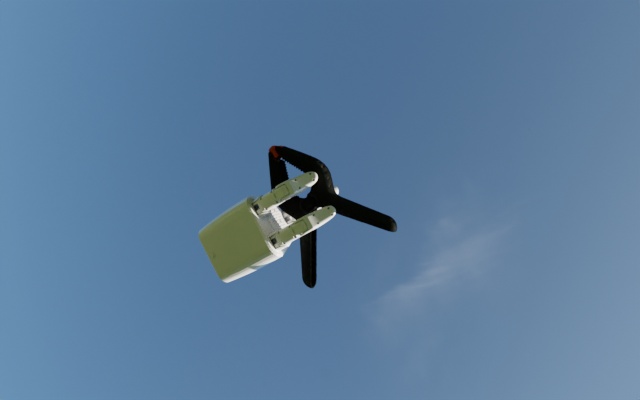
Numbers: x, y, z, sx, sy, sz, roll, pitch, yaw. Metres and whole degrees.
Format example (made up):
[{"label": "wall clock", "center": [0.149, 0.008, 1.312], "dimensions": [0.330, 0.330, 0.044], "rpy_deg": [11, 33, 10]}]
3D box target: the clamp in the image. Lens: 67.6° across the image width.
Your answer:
[{"label": "clamp", "center": [0.000, 0.002, 0.689], "dimensions": [0.164, 0.210, 0.036], "rpy_deg": [-30, -5, 19]}]
